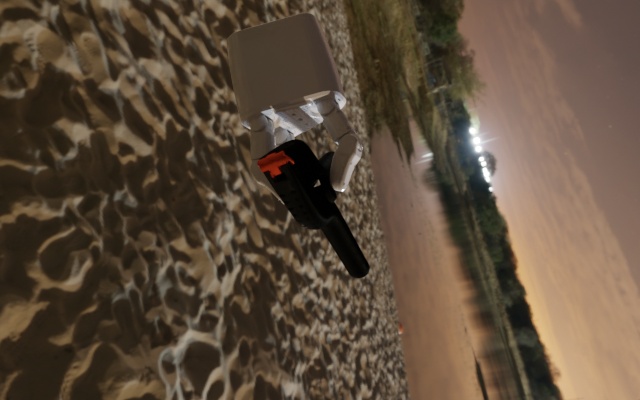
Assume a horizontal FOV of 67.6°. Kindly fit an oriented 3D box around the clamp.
[{"bbox_3d":[0.001,0.001,0.506,0.036,0.164,0.210,-21,-16,17],"label":"clamp"}]
